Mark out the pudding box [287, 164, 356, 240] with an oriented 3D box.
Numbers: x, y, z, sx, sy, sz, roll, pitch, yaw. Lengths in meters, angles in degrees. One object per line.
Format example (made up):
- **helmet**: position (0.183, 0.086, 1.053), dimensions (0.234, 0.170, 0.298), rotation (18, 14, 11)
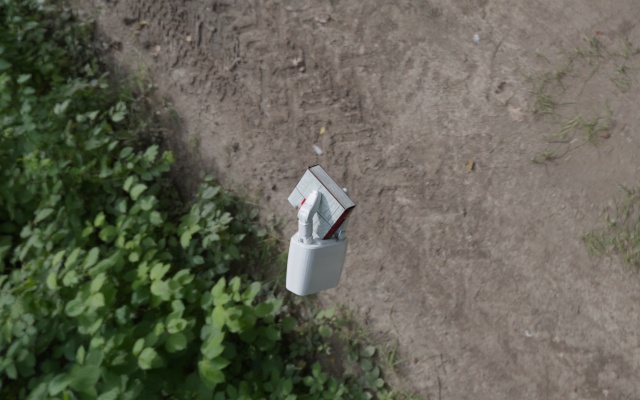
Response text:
- **pudding box**: position (0.000, 0.003, 0.889), dimensions (0.039, 0.113, 0.090), rotation (-22, -26, -51)
